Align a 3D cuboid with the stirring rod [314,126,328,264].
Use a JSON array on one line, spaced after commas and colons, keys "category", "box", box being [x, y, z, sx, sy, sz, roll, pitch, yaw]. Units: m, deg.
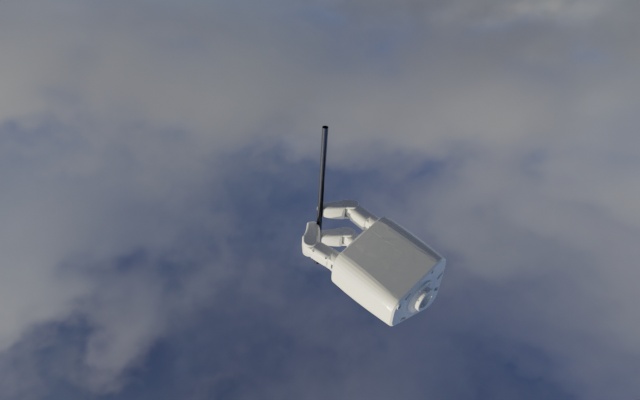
[{"category": "stirring rod", "box": [0.000, 0.002, 0.678, 0.011, 0.240, 0.011, 2, 38, -2]}]
